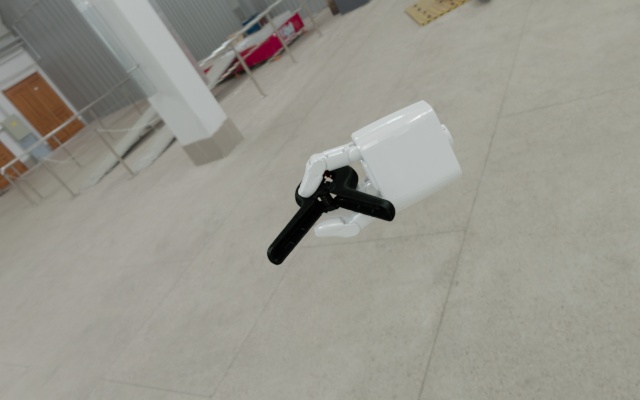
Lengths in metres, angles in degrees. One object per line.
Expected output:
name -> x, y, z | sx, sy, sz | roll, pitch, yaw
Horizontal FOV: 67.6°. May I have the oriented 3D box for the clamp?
clamp -> 0.000, 0.001, 0.645 | 0.164, 0.036, 0.210 | -24, 27, 4
